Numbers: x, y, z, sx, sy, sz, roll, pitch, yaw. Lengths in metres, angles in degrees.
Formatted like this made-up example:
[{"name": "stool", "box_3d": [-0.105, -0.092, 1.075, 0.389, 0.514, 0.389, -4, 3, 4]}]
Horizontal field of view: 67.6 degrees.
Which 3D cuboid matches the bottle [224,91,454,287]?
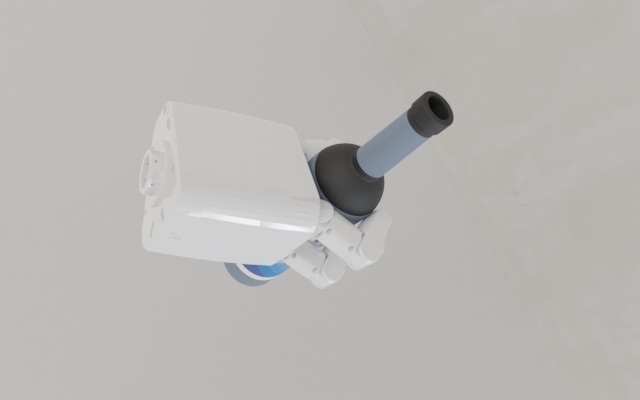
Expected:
[{"name": "bottle", "box_3d": [0.000, 0.001, 0.420, 0.069, 0.069, 0.296, 0, -25, -35]}]
